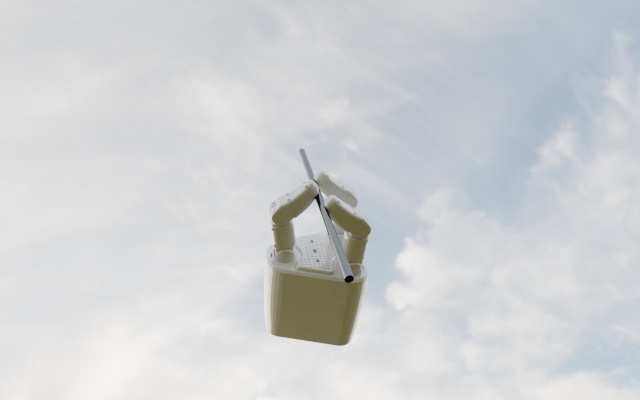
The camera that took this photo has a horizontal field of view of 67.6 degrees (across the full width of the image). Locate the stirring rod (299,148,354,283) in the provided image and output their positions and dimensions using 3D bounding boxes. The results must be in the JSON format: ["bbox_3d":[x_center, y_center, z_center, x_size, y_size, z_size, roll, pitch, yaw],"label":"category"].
[{"bbox_3d":[0.000,0.002,0.485,0.011,0.011,0.239,0,31,-13],"label":"stirring rod"}]
